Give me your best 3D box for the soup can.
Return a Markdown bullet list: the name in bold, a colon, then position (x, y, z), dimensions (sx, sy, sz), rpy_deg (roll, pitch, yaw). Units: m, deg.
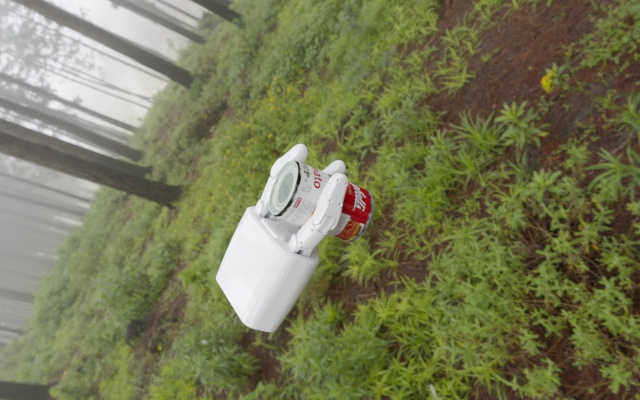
- **soup can**: position (0.000, 0.001, 0.549), dimensions (0.102, 0.068, 0.068), rpy_deg (21, -10, -27)
